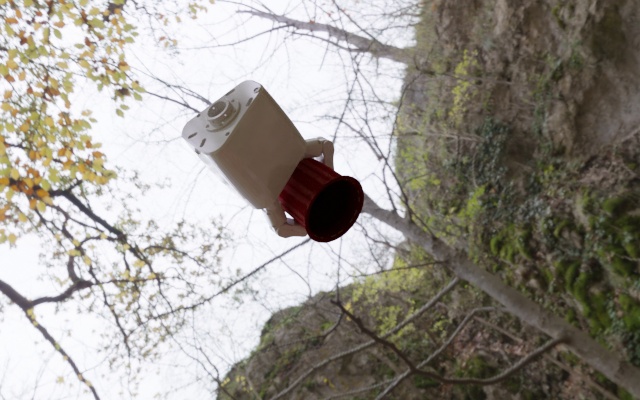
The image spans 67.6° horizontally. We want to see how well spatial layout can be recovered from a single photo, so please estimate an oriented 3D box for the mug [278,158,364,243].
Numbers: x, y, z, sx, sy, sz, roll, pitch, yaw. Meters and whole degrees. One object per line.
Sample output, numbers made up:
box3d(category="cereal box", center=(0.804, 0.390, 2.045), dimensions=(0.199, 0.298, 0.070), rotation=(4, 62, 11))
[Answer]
box3d(category="mug", center=(0.001, 0.003, 0.625), dimensions=(0.081, 0.093, 0.117), rotation=(36, -13, 43))
